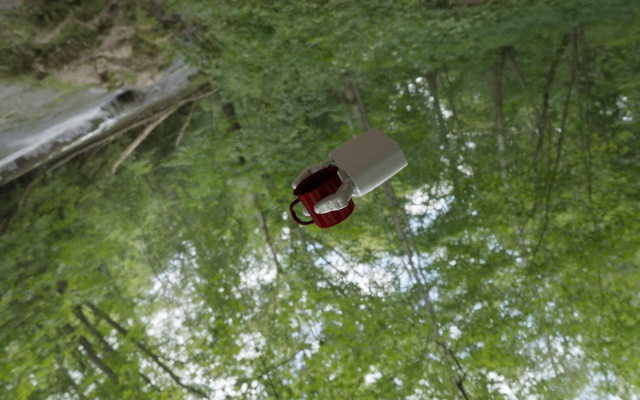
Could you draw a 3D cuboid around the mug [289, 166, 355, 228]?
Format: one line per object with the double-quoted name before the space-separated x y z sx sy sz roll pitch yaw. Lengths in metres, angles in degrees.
"mug" -0.001 0.004 0.867 0.117 0.081 0.093 -32 19 -3
